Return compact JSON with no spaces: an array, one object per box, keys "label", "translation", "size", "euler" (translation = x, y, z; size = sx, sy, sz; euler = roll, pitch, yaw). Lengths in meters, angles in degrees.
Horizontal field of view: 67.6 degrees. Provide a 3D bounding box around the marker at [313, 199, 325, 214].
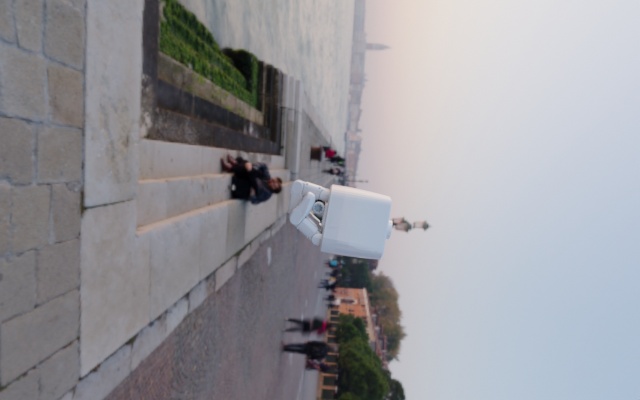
[{"label":"marker","translation":[0.000,0.003,0.848],"size":[0.020,0.020,0.121],"euler":[0,10,3]}]
